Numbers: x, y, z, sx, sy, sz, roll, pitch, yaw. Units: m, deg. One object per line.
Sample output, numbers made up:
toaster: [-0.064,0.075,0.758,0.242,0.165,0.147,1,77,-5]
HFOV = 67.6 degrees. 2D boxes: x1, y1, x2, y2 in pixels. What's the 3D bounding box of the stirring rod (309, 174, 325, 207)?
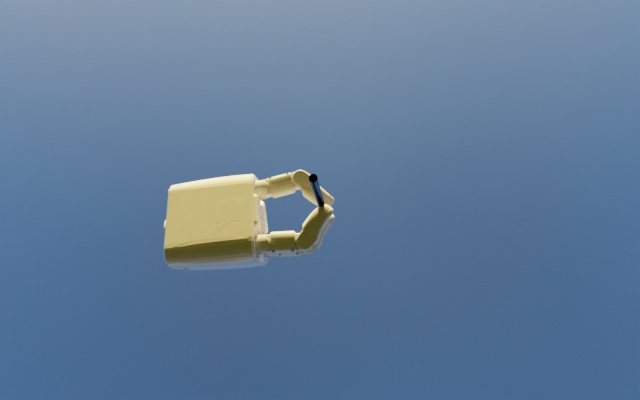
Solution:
stirring rod: [0.000,0.002,0.541,0.011,0.011,0.239,0,-10,3]
